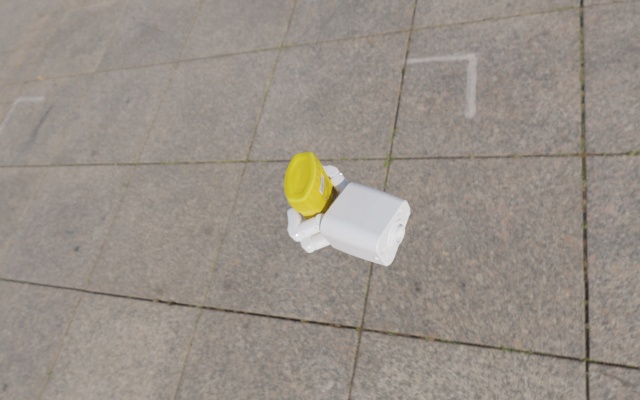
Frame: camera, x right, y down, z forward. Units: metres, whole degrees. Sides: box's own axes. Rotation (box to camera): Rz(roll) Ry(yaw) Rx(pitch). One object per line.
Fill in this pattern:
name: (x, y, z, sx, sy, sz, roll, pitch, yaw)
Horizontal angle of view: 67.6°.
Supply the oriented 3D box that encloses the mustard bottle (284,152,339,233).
mustard bottle: (0.000, 0.003, 0.836, 0.058, 0.096, 0.192, -6, -29, 20)
